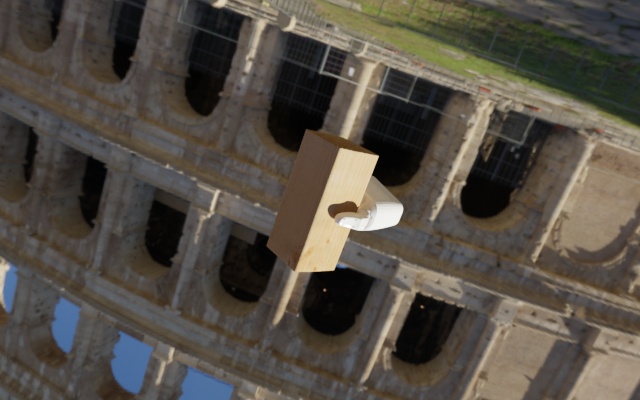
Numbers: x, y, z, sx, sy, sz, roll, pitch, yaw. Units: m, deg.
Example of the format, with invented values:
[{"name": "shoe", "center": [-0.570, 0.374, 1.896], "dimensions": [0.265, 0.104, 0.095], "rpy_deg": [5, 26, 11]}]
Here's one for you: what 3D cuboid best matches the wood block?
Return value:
[{"name": "wood block", "center": [0.001, 0.003, 0.769], "dimensions": [0.090, 0.206, 0.090], "rpy_deg": [5, 20, -43]}]
